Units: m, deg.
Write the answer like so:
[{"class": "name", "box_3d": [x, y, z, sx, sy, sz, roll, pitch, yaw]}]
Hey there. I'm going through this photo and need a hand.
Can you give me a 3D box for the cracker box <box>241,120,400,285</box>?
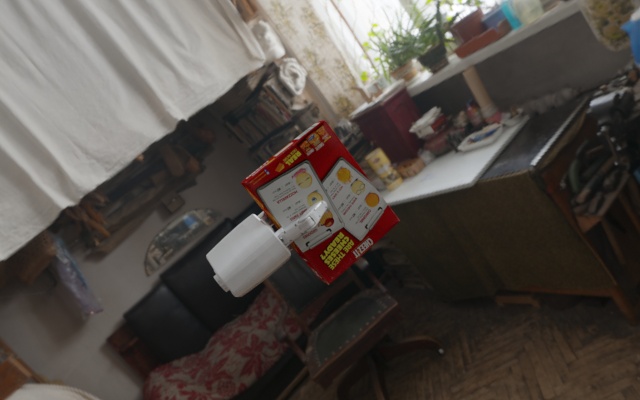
[{"class": "cracker box", "box_3d": [0.000, 0.002, 0.789, 0.164, 0.214, 0.072, -40, 12, -10]}]
